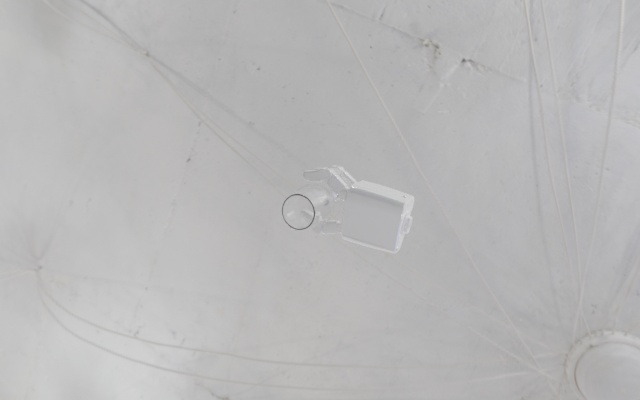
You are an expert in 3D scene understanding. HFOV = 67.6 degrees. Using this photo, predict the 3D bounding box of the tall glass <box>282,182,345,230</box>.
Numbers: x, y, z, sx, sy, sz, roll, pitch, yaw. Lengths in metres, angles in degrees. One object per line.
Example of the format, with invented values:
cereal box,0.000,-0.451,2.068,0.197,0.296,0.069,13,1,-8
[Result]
tall glass,0.000,0.003,0.893,0.079,0.079,0.201,0,10,23
